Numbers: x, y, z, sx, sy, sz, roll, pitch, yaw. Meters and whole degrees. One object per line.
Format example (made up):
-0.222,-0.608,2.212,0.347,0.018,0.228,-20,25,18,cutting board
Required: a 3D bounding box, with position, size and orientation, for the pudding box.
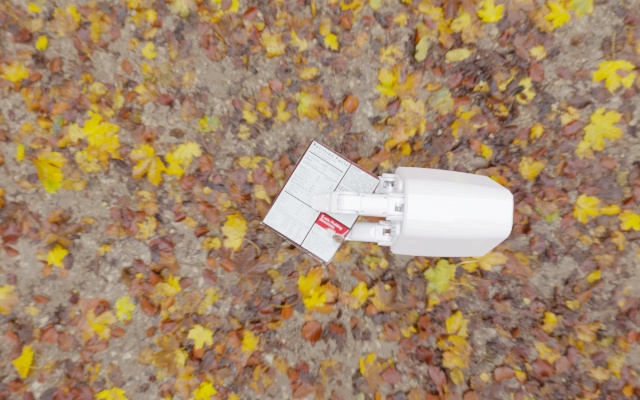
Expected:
0.000,0.002,0.530,0.090,0.113,0.039,32,-4,2,pudding box
